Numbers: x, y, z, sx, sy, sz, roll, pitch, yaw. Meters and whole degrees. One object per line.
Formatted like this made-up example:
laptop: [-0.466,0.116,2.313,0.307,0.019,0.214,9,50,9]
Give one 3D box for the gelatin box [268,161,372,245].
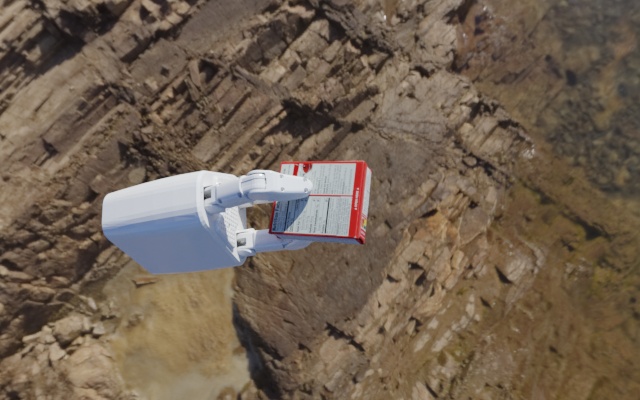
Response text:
gelatin box: [0.000,0.001,0.450,0.089,0.073,0.030,1,-16,22]
